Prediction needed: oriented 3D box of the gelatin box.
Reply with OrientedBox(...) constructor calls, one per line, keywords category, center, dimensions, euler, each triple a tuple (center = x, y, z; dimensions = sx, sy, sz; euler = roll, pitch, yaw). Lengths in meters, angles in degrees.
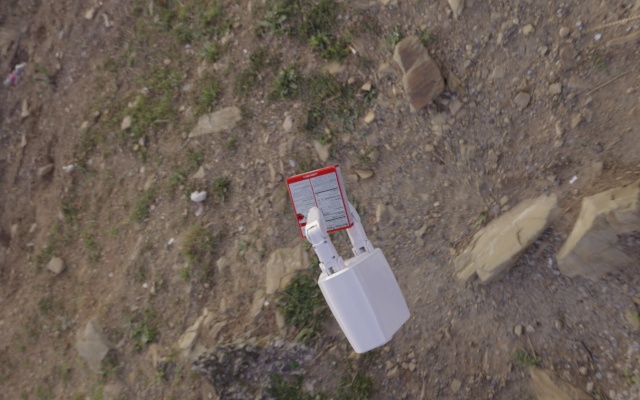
OrientedBox(category="gelatin box", center=(0.000, 0.002, 0.665), dimensions=(0.073, 0.089, 0.030), euler=(-14, 5, 16))
